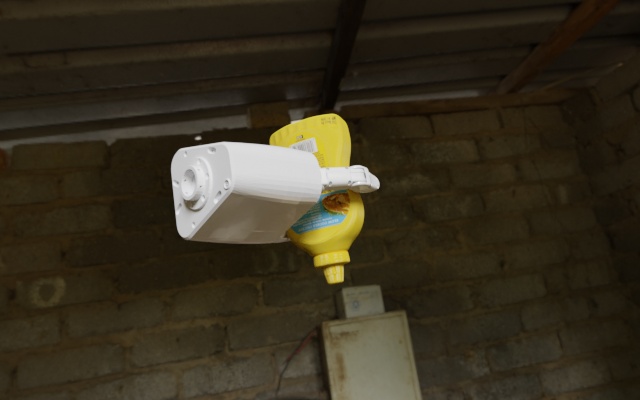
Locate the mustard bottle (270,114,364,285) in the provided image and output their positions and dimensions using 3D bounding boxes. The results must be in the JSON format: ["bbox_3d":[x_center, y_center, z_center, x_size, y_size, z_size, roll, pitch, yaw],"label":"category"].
[{"bbox_3d":[0.000,0.002,0.559,0.096,0.191,0.058,-15,-15,18],"label":"mustard bottle"}]
